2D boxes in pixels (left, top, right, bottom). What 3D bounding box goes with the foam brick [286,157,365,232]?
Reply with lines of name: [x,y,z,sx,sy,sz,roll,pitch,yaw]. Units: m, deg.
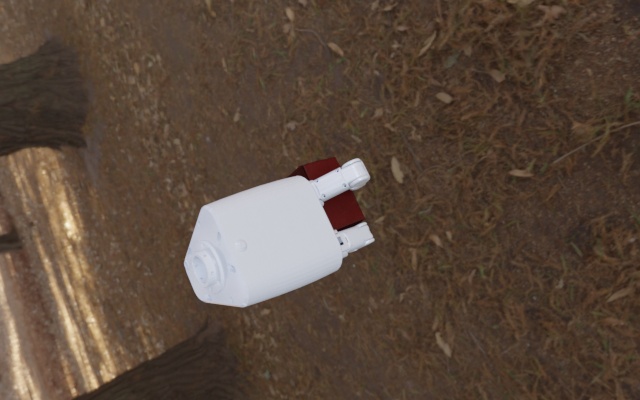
foam brick: [0.000,0.001,0.507,0.051,0.078,0.053,-17,-13,-40]
